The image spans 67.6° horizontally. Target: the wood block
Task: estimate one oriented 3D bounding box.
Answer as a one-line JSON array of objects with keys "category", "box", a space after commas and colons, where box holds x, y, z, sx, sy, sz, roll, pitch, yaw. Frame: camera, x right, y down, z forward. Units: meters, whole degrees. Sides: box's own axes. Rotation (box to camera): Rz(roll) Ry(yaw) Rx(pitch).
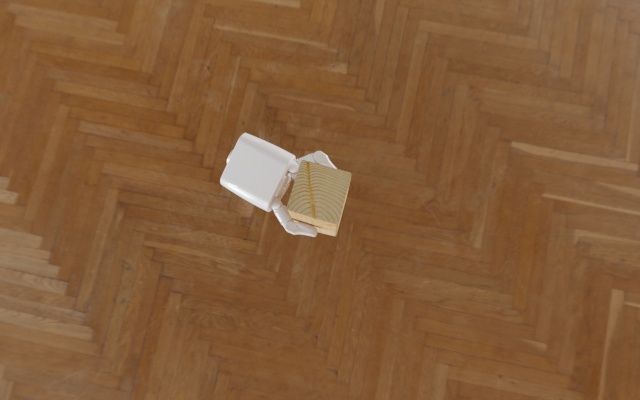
[{"category": "wood block", "box": [0.000, 0.003, 0.880, 0.090, 0.091, 0.206, 16, -9, 4]}]
